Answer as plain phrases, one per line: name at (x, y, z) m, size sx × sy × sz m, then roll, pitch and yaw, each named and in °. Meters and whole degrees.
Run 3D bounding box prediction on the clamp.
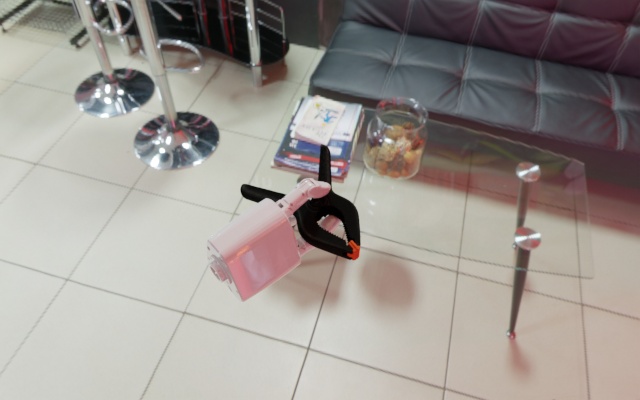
clamp at (0.000, 0.002, 0.733) m, size 0.164 × 0.210 × 0.036 m, roll -36°, pitch -29°, yaw -22°
